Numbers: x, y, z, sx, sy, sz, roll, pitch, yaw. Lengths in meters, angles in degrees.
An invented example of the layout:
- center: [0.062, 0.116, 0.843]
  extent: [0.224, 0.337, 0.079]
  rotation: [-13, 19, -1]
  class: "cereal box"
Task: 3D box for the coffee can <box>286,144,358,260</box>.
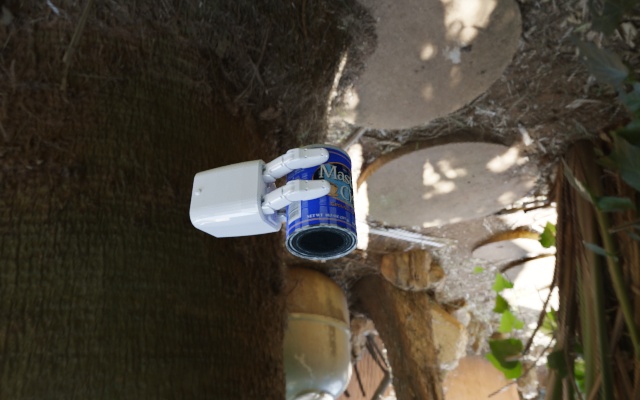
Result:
- center: [0.000, 0.002, 0.705]
  extent: [0.103, 0.140, 0.103]
  rotation: [-2, -33, -1]
  class: "coffee can"
